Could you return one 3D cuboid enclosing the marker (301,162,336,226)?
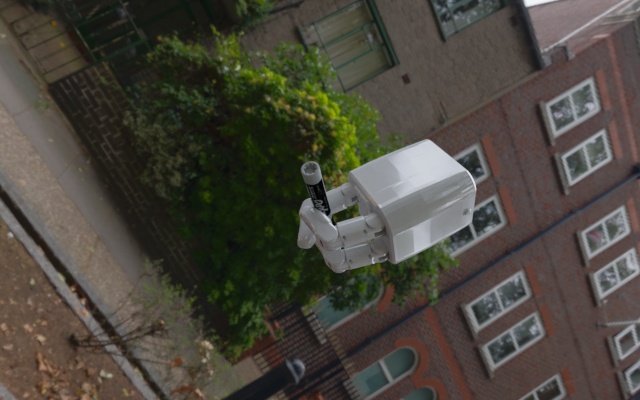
[{"bbox_3d":[0.000,0.002,0.521,0.020,0.020,0.121,0,-34,12],"label":"marker"}]
